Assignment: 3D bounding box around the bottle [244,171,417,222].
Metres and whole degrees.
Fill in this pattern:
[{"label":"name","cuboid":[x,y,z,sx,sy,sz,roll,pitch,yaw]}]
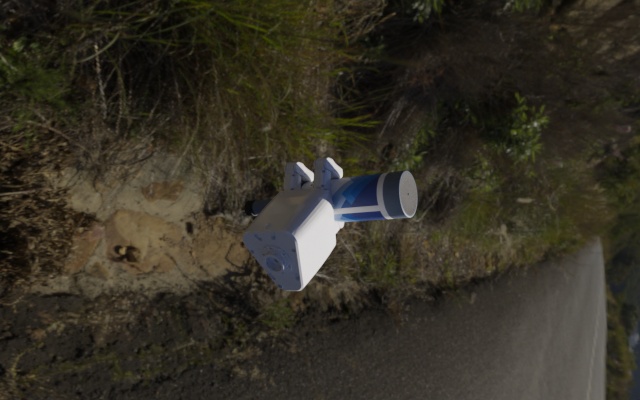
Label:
[{"label":"bottle","cuboid":[0.000,0.002,0.747,0.296,0.069,0.069,-5,-3,33]}]
